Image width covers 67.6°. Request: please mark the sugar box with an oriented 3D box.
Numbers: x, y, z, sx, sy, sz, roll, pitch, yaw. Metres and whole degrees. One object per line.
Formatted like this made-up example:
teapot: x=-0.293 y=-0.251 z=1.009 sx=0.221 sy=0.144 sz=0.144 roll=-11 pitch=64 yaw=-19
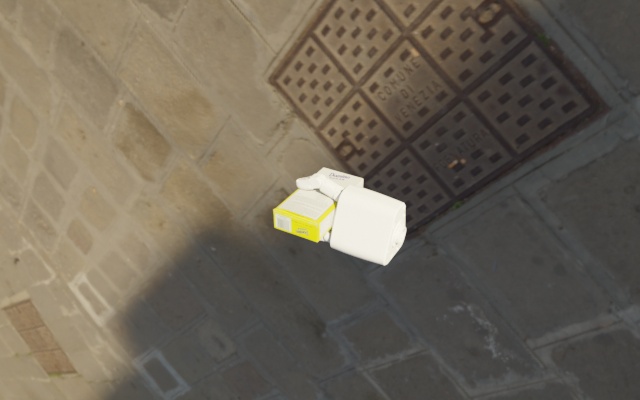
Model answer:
sugar box: x=0.000 y=0.003 z=0.877 sx=0.093 sy=0.048 sz=0.176 roll=18 pitch=34 yaw=26
